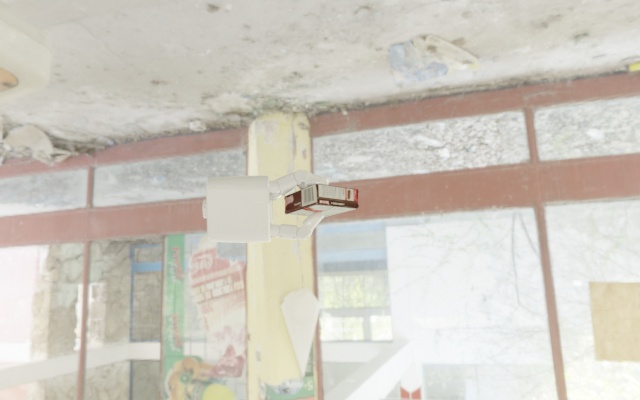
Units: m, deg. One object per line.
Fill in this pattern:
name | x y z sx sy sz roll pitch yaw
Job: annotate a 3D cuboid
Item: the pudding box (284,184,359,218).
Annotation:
pudding box | 0.000 0.003 0.849 0.090 0.039 0.113 5 -12 -32
